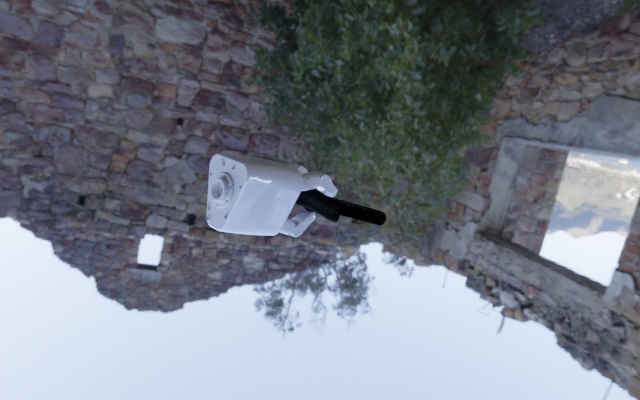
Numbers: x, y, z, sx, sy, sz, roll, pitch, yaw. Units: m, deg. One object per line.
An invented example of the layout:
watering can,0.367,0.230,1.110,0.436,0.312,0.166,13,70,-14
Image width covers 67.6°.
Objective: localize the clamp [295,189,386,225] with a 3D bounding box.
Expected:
clamp,-0.001,0.003,0.816,0.210,0.036,0.164,20,6,40
